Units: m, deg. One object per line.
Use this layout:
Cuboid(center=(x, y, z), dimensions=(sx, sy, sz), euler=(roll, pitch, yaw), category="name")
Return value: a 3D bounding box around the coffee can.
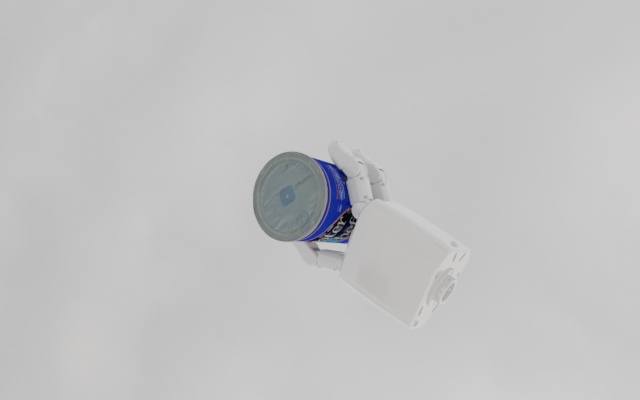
Cuboid(center=(0.000, 0.002, 0.593), dimensions=(0.103, 0.103, 0.140), euler=(0, -6, 34), category="coffee can")
